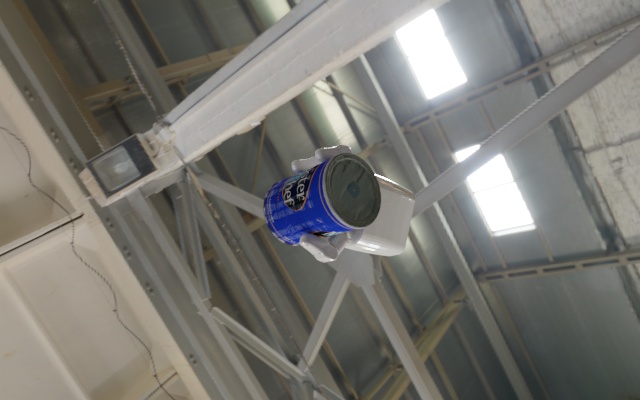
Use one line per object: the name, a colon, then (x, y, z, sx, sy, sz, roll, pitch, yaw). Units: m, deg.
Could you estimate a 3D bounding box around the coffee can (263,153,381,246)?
coffee can: (0.000, 0.002, 0.677, 0.103, 0.103, 0.140, 0, -13, -42)
